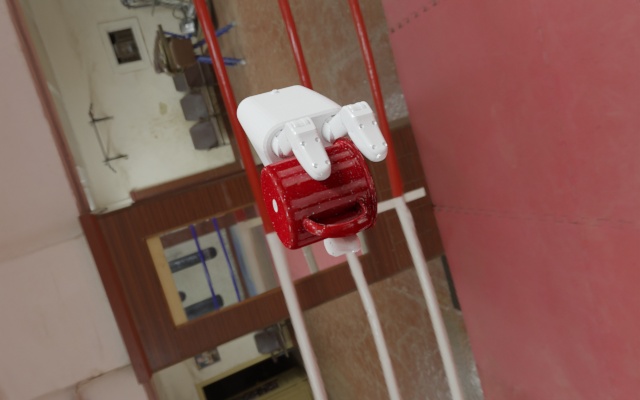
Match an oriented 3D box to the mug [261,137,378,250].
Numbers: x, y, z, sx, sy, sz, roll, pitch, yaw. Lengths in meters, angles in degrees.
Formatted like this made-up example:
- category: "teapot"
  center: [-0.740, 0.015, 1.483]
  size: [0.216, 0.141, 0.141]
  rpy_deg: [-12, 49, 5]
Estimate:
- category: "mug"
  center: [0.000, 0.002, 0.433]
  size: [0.081, 0.093, 0.117]
  rpy_deg: [-18, 33, -17]
